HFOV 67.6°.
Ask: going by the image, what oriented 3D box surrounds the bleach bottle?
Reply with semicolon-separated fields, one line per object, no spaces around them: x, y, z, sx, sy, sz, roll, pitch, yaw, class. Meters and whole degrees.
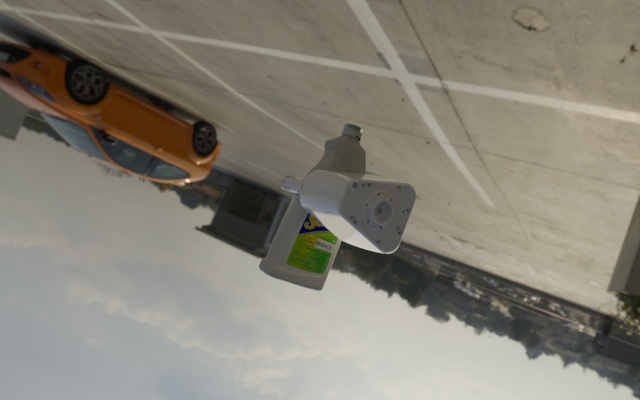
0.000;0.002;0.715;0.102;0.251;0.068;22;-3;-27;bleach bottle
